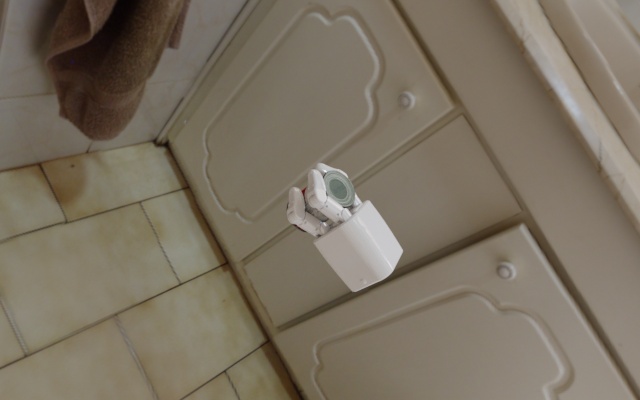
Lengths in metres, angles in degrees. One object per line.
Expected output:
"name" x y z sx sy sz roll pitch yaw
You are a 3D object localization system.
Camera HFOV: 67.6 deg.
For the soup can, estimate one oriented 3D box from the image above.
"soup can" 0.000 0.002 0.783 0.068 0.068 0.102 0 -25 -41
